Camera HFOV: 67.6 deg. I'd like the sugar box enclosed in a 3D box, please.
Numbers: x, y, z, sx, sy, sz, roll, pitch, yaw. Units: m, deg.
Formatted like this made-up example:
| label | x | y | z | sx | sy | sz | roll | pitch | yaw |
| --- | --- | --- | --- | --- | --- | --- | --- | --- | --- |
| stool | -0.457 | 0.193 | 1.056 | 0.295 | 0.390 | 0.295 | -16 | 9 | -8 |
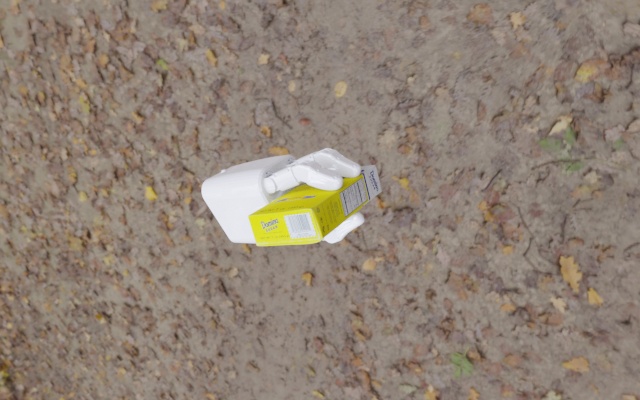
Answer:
| label | x | y | z | sx | sy | sz | roll | pitch | yaw |
| --- | --- | --- | --- | --- | --- | --- | --- | --- | --- |
| sugar box | 0.000 | 0.002 | 0.601 | 0.093 | 0.048 | 0.176 | -6 | 18 | 32 |
